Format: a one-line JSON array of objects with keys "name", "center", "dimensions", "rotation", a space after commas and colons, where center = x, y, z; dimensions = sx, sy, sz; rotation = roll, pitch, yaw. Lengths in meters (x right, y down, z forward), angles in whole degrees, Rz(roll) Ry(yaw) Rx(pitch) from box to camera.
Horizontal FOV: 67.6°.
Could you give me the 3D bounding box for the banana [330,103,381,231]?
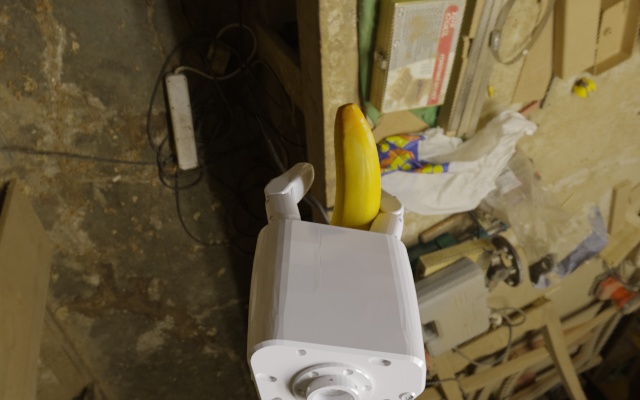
[{"name": "banana", "center": [0.015, 0.012, 0.415], "dimensions": [0.069, 0.198, 0.037], "rotation": [28, 40, 7]}]
